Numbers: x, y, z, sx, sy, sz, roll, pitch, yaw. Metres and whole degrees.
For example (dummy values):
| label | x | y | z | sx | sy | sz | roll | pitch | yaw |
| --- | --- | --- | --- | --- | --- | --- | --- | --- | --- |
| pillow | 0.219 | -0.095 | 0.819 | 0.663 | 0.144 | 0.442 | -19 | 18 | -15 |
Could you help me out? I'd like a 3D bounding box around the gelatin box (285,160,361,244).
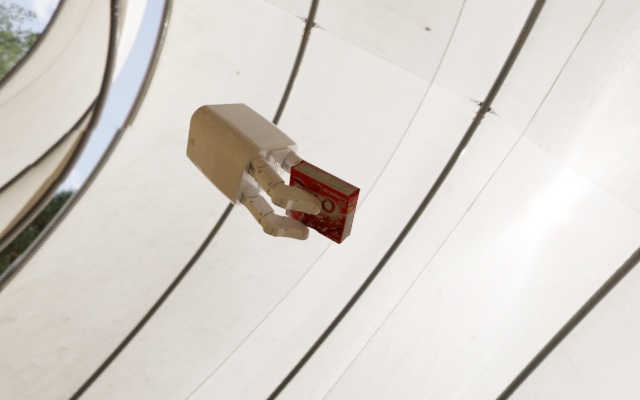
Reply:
| label | x | y | z | sx | sy | sz | roll | pitch | yaw |
| --- | --- | --- | --- | --- | --- | --- | --- | --- | --- |
| gelatin box | 0.001 | 0.002 | 0.588 | 0.089 | 0.073 | 0.030 | 28 | 39 | 23 |
